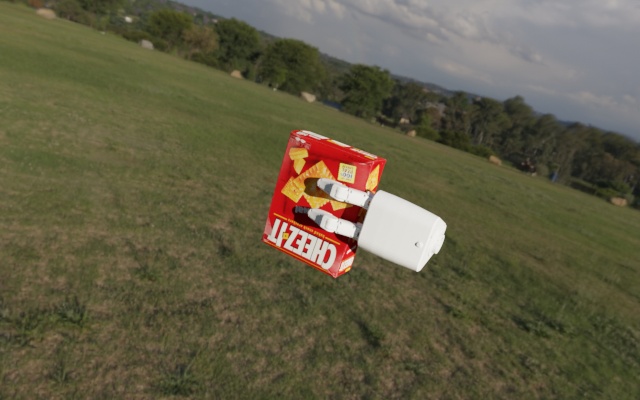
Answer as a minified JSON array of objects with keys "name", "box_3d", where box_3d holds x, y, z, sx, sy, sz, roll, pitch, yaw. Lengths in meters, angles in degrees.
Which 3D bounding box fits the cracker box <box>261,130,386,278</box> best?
[{"name":"cracker box","box_3d":[0.000,0.003,0.836,0.164,0.214,0.072,24,16,23]}]
